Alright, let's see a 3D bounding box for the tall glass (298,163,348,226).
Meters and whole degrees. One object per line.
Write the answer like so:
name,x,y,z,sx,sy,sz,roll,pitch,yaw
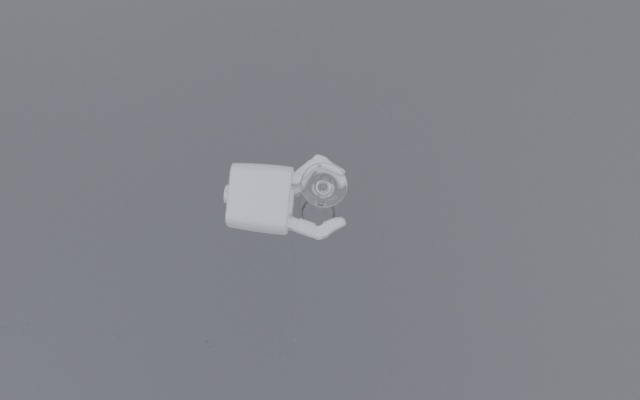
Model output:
tall glass,0.000,0.003,0.842,0.079,0.079,0.201,0,-16,-3
